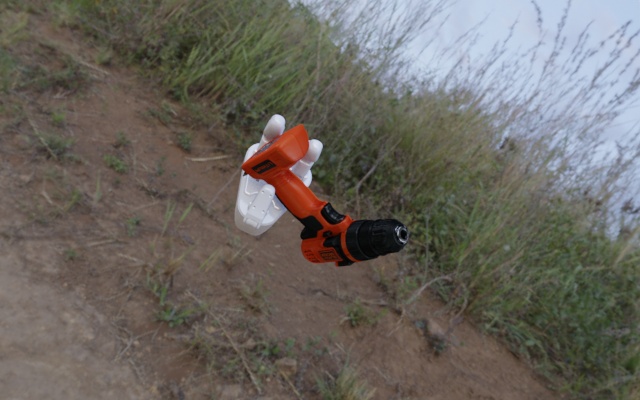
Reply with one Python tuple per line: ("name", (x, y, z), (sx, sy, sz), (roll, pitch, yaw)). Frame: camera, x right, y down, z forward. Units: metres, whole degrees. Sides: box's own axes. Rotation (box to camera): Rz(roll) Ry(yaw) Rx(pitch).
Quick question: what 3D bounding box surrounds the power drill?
("power drill", (0.000, 0.002, 0.591), (0.184, 0.188, 0.057), (-17, 24, 51))
